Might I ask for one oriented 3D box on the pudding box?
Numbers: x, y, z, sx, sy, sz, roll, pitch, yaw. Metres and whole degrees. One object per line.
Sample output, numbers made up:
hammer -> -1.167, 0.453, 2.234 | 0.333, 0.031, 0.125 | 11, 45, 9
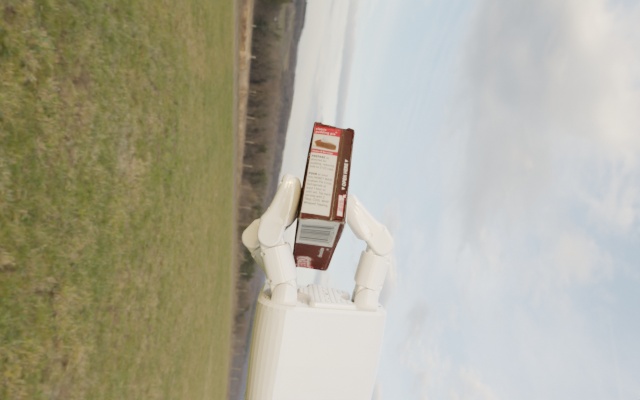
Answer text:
pudding box -> 0.000, 0.001, 0.417 | 0.039, 0.090, 0.113 | 9, -27, -4
